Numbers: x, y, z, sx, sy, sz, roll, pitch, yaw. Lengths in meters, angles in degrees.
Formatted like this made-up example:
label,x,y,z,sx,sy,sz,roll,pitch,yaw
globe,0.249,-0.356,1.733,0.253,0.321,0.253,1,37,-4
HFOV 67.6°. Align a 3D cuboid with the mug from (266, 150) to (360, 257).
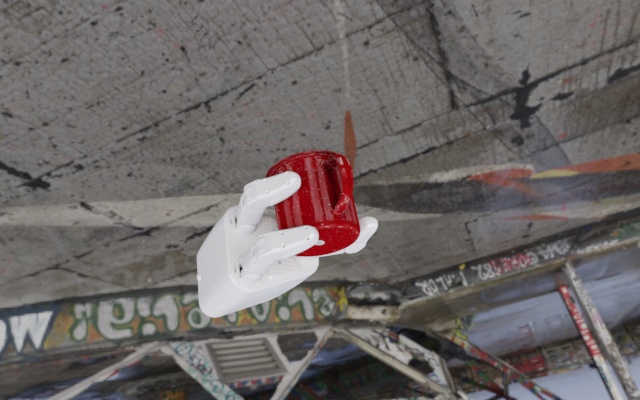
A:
label,x,y,z,sx,sy,sz,roll,pitch,yaw
mug,0.001,0.001,0.483,0.093,0.081,0.117,5,-31,-31
